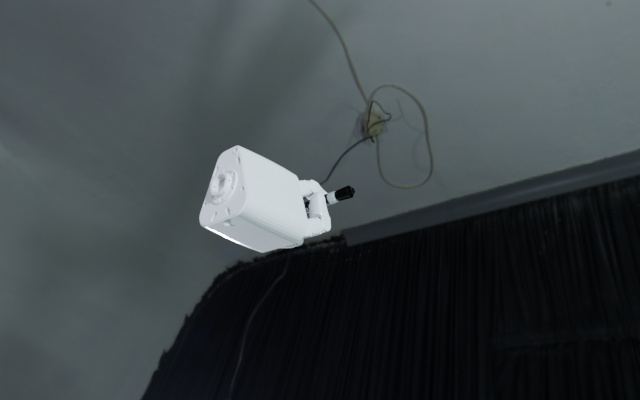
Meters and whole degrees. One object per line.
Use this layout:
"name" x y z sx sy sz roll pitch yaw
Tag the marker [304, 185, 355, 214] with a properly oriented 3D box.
"marker" 0.000 0.002 0.715 0.121 0.020 0.020 -20 -12 35
